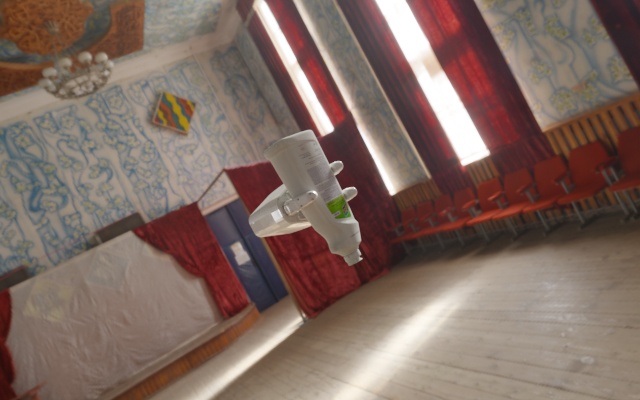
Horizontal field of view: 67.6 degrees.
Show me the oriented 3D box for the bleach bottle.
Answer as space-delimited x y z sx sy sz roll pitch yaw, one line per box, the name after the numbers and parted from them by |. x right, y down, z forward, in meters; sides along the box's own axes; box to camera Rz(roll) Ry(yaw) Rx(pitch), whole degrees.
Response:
0.000 0.003 0.853 0.068 0.251 0.102 -27 1 42 | bleach bottle
